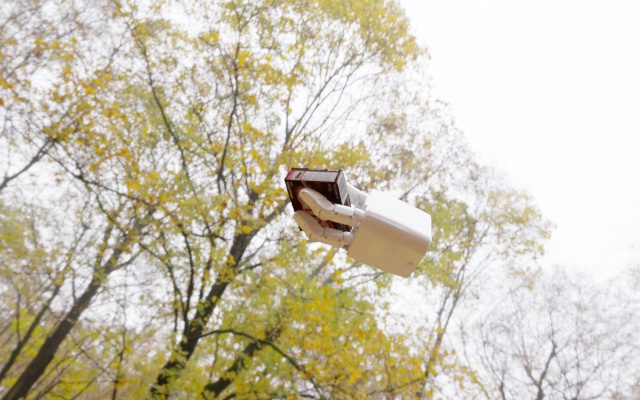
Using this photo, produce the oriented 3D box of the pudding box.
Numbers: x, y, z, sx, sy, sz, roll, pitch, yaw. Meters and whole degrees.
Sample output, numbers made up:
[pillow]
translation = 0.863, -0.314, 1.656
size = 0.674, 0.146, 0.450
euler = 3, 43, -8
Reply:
[pudding box]
translation = 0.000, 0.002, 0.758
size = 0.090, 0.114, 0.039
euler = 3, 39, 22
